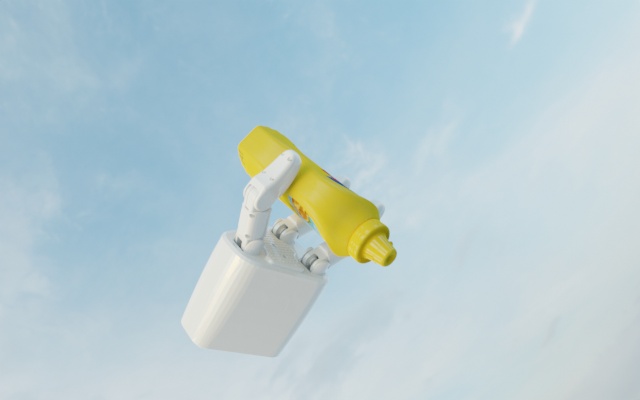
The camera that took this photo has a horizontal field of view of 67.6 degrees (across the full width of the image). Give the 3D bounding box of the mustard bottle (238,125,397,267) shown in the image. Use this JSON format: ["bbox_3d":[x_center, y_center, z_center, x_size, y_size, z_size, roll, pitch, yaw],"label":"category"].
[{"bbox_3d":[0.000,0.001,0.463,0.191,0.058,0.096,40,-7,37],"label":"mustard bottle"}]
